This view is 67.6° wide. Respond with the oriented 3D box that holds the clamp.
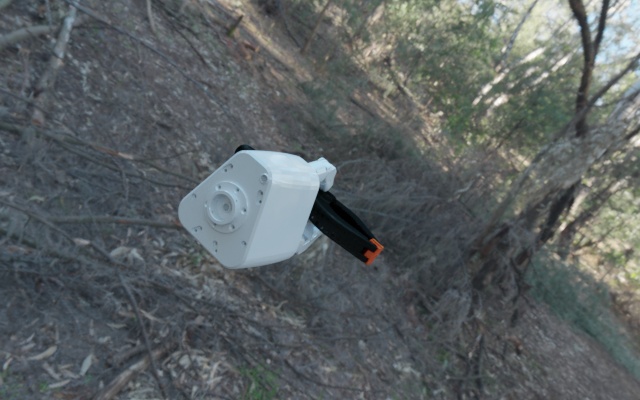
[{"bbox_3d":[0.001,0.002,0.626,0.210,0.036,0.164,41,15,17],"label":"clamp"}]
